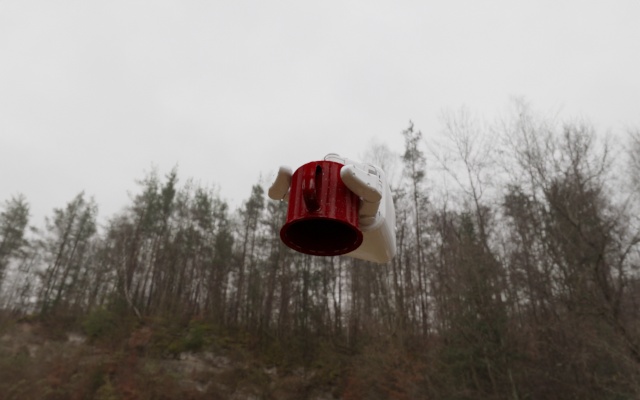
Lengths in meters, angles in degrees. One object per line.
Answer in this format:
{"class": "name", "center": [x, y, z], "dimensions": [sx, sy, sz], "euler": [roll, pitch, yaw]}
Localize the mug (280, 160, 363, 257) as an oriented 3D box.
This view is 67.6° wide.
{"class": "mug", "center": [0.000, 0.001, 0.539], "dimensions": [0.093, 0.081, 0.117], "euler": [-6, -34, 15]}
